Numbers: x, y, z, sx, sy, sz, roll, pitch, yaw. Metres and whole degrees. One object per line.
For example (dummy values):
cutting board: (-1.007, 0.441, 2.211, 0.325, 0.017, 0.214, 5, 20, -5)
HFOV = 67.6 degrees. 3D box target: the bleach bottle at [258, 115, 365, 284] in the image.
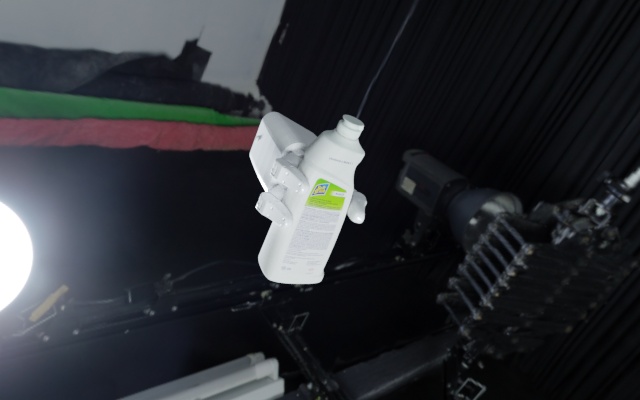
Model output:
bleach bottle: (0.000, 0.002, 0.653, 0.102, 0.251, 0.068, 6, 33, -32)
